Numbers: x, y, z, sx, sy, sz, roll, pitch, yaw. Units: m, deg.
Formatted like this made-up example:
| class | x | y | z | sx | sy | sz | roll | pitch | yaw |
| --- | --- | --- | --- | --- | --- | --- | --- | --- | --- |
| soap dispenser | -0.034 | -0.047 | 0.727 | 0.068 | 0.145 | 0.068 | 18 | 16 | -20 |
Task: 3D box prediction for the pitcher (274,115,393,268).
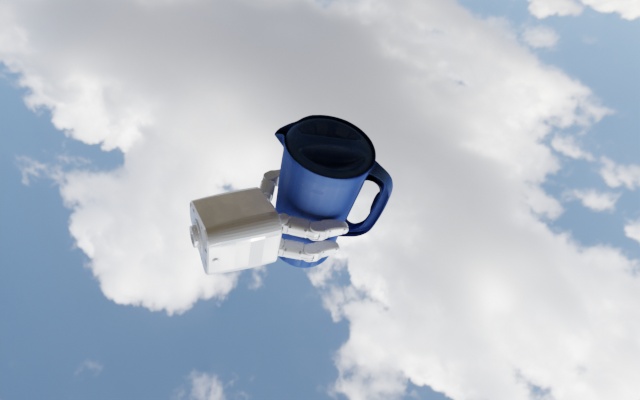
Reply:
| class | x | y | z | sx | sy | sz | roll | pitch | yaw |
| --- | --- | --- | --- | --- | --- | --- | --- | --- | --- |
| pitcher | 0.000 | 0.002 | 0.748 | 0.145 | 0.149 | 0.243 | -10 | -38 | -24 |
